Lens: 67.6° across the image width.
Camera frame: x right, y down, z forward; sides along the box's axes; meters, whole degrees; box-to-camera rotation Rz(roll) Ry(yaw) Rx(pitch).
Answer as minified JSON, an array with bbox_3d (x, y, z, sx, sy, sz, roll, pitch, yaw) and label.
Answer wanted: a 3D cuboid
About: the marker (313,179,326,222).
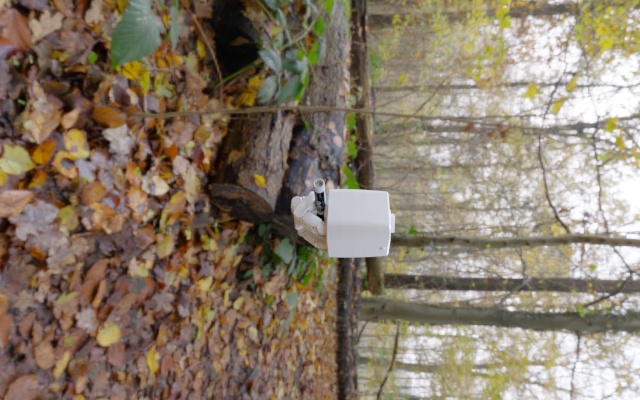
[{"bbox_3d":[0.000,0.003,0.808,0.020,0.020,0.121,0,-30,3],"label":"marker"}]
